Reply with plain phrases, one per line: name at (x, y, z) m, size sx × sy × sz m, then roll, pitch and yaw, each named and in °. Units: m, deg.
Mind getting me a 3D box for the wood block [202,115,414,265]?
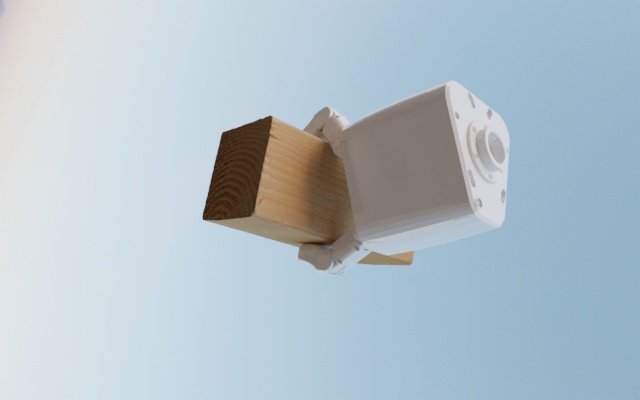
wood block at (0.000, 0.002, 0.483) m, size 0.206 × 0.090 × 0.090 m, roll 21°, pitch -17°, yaw -38°
